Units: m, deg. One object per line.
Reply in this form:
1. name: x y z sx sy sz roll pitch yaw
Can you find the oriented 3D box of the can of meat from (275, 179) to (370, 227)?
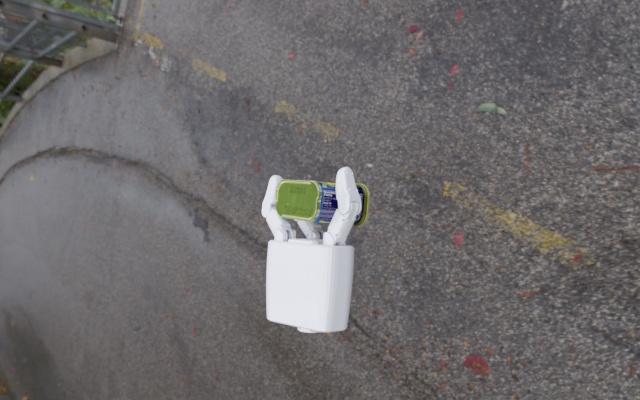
1. can of meat: 0.000 0.002 0.634 0.084 0.057 0.102 5 0 -37
